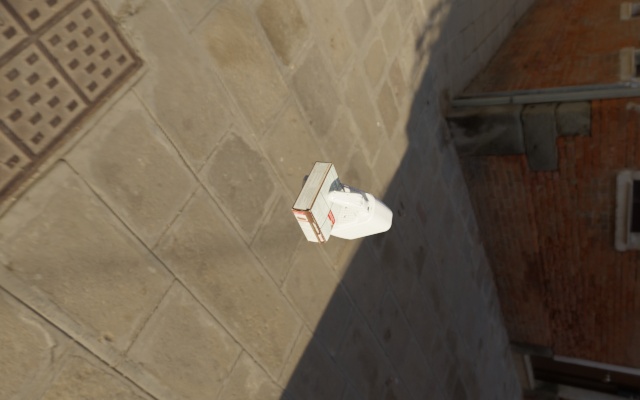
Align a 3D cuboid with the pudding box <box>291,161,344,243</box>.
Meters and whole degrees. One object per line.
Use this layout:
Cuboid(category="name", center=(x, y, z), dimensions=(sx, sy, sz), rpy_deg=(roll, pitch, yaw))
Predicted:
Cuboid(category="pudding box", center=(0.000, 0.003, 0.818), dimensions=(0.039, 0.113, 0.090), rpy_deg=(3, -40, 27))
